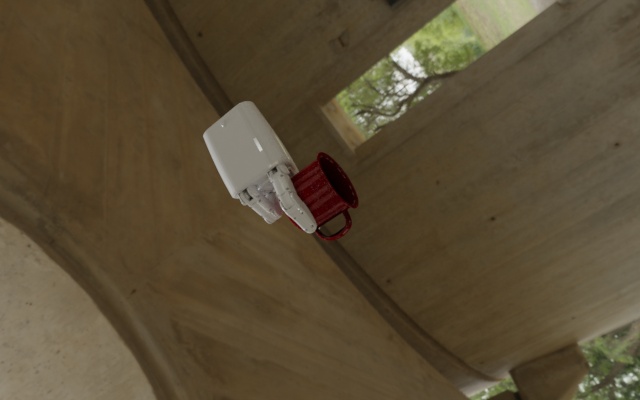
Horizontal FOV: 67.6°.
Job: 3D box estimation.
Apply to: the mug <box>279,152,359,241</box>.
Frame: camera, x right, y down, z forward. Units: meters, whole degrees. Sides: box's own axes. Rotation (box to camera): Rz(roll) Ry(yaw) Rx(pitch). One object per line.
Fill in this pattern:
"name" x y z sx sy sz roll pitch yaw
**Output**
"mug" 0.001 0.004 0.674 0.081 0.117 0.093 -34 -15 20
